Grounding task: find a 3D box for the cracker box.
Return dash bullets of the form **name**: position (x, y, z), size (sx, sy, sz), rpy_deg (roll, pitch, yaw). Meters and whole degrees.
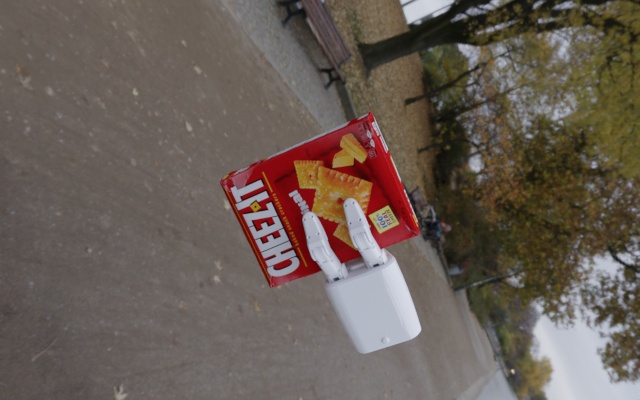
- **cracker box**: position (0.000, 0.002, 0.629), size (0.214, 0.164, 0.072), rpy_deg (-22, 9, 13)
